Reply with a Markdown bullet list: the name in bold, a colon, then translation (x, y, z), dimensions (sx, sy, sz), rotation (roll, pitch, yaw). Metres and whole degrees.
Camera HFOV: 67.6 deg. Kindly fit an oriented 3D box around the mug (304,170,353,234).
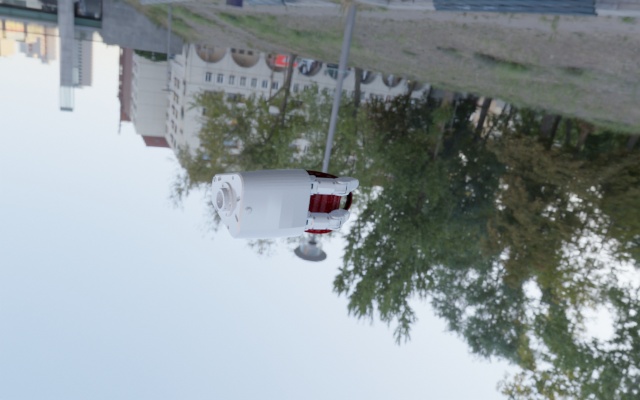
- **mug**: translation (0.001, 0.003, 0.778), dimensions (0.117, 0.081, 0.093), rotation (-1, 20, -33)
